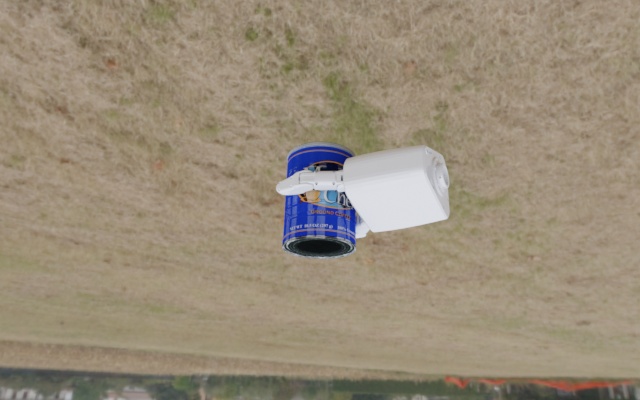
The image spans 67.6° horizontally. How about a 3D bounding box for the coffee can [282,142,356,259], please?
[{"bbox_3d":[0.000,0.002,0.680,0.103,0.140,0.103,1,-22,1],"label":"coffee can"}]
